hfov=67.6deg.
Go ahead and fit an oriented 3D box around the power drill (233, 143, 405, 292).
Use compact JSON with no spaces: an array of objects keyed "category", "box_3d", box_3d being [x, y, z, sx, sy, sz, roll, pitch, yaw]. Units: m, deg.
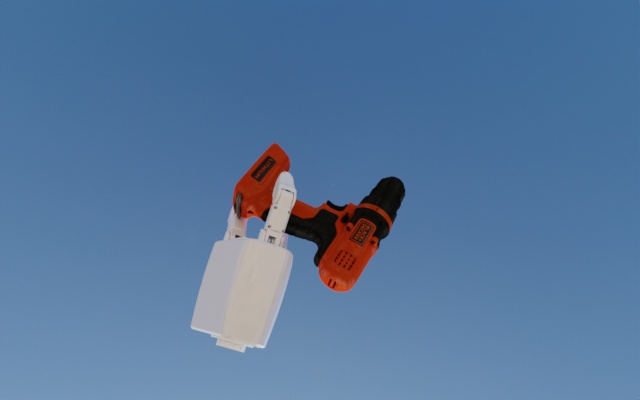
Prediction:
[{"category":"power drill","box_3d":[0.000,0.002,0.604,0.187,0.184,0.057,28,-38,11]}]
